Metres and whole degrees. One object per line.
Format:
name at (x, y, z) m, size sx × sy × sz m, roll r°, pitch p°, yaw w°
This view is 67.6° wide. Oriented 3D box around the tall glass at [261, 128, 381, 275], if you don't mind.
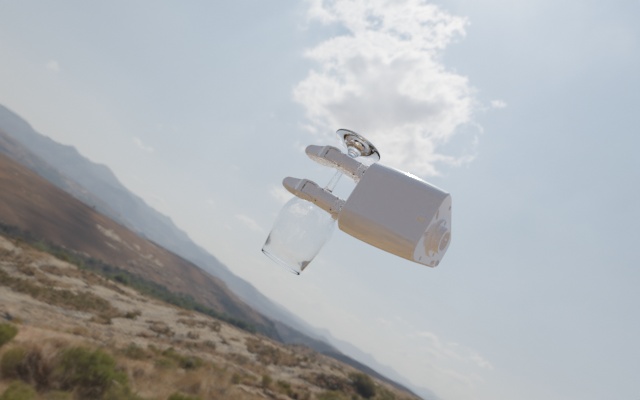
tall glass at (0.000, 0.002, 0.656) m, size 0.079 × 0.201 × 0.079 m, roll 32°, pitch -13°, yaw 8°
